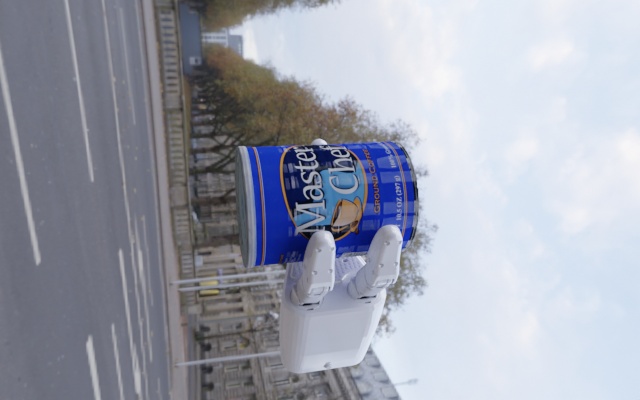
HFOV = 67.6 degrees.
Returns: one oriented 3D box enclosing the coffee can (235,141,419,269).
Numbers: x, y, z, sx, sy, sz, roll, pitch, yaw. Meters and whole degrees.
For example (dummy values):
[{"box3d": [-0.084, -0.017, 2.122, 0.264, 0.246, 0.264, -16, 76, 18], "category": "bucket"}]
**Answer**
[{"box3d": [0.000, 0.001, 0.418, 0.140, 0.103, 0.103, -4, 1, -14], "category": "coffee can"}]
